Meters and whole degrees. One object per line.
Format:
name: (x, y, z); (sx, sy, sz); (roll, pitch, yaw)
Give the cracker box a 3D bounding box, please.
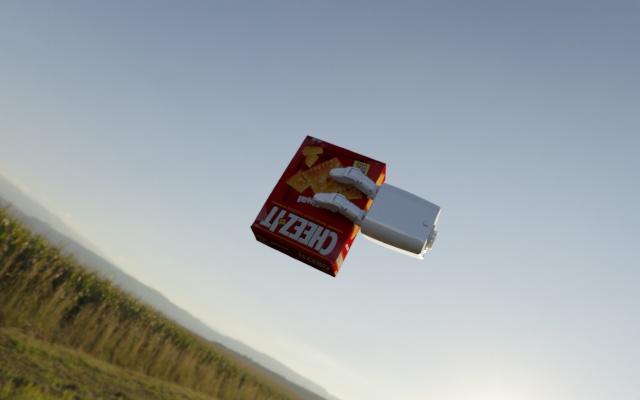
cracker box: (0.000, 0.003, 0.851); (0.164, 0.213, 0.072); (23, -23, 17)
